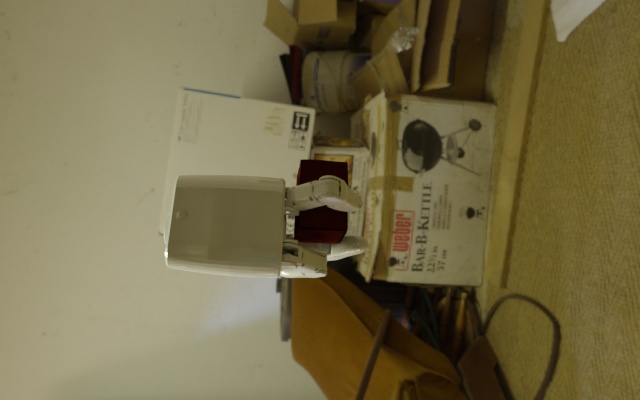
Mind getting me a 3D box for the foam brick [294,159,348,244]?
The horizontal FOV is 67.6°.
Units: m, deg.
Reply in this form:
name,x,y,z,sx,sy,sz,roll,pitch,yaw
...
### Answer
name,x,y,z,sx,sy,sz,roll,pitch,yaw
foam brick,0.000,0.001,0.507,0.051,0.078,0.053,4,-21,-6
